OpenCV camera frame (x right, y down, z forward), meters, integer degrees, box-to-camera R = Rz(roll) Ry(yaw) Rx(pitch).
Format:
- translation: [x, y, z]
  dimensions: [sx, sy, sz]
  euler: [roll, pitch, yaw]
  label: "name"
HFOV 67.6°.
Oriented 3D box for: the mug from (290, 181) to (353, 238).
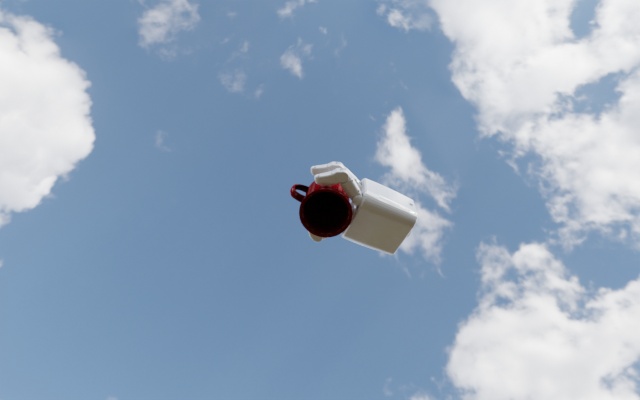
- translation: [-0.001, 0.002, 0.859]
  dimensions: [0.117, 0.093, 0.081]
  euler: [23, 22, -6]
  label: "mug"
